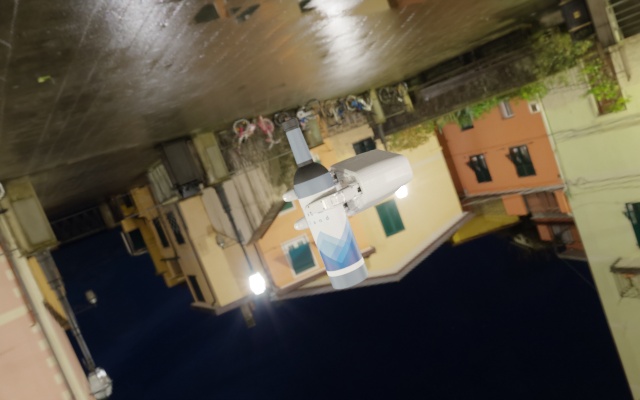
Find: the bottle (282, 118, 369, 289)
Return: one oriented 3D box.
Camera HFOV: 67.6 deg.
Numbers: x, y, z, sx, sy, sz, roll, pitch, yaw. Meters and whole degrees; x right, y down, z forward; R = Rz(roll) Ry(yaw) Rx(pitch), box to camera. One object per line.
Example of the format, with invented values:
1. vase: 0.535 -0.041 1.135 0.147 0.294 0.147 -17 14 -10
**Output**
1. bottle: 0.000 0.003 0.812 0.069 0.296 0.069 -21 6 2
